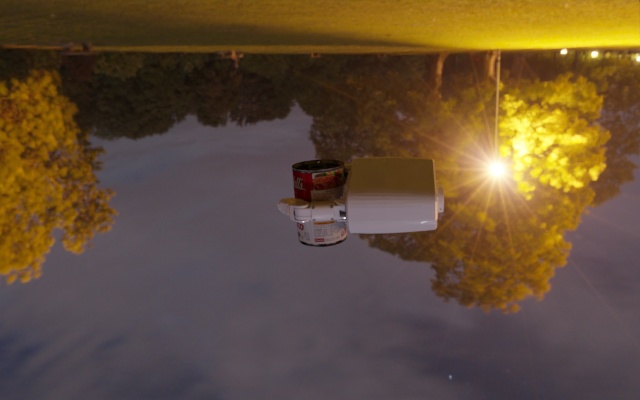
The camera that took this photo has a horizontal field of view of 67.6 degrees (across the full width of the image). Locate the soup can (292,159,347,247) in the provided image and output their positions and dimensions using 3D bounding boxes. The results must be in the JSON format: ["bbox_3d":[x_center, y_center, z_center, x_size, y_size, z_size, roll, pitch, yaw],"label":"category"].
[{"bbox_3d":[0.000,0.002,0.629,0.068,0.102,0.068,-4,16,1],"label":"soup can"}]
